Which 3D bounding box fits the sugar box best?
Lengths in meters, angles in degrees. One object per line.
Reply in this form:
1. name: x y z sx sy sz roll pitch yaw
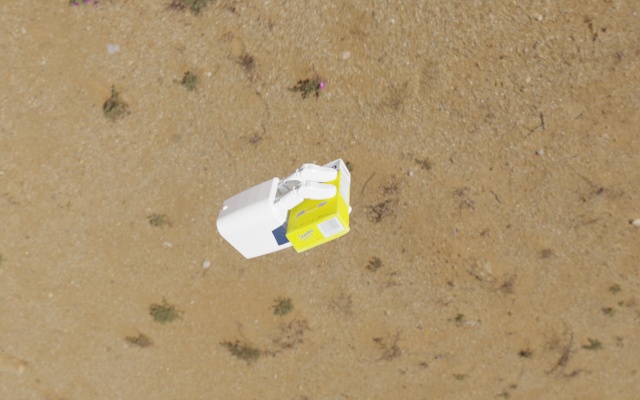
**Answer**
1. sugar box: 0.000 0.002 0.791 0.093 0.048 0.176 -23 31 17
